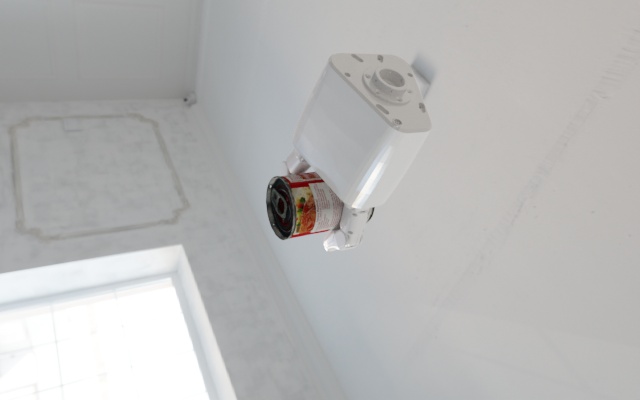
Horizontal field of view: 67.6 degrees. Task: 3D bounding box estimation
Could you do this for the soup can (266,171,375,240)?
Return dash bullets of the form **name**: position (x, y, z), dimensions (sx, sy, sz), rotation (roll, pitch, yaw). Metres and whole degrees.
- **soup can**: position (0.000, 0.002, 0.526), dimensions (0.102, 0.068, 0.068), rotation (-8, 4, -29)
